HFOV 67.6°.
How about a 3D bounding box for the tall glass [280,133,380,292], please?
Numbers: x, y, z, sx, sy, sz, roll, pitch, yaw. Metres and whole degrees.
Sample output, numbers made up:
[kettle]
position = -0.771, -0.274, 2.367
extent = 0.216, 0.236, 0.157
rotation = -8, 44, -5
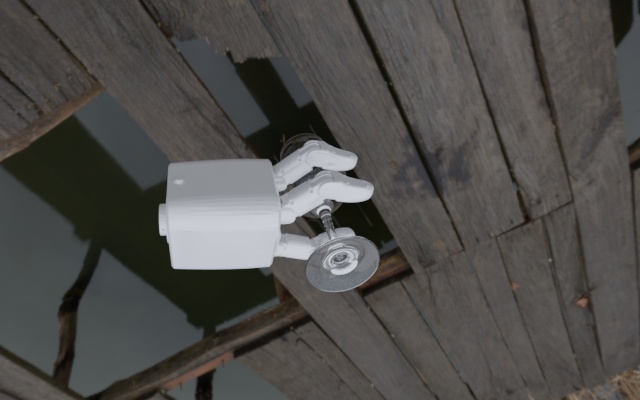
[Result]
[tall glass]
position = 0.000, 0.002, 0.532
extent = 0.079, 0.079, 0.201
rotation = 0, 38, -15
